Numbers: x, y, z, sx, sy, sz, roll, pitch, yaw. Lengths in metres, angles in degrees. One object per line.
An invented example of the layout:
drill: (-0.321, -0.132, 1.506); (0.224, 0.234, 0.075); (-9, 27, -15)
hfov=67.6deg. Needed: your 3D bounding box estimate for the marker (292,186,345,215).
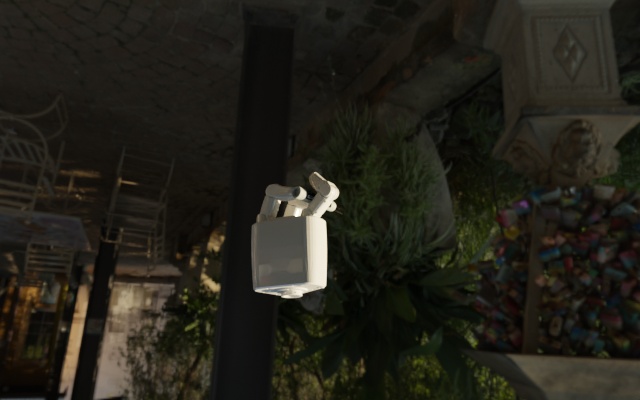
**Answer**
marker: (0.000, 0.002, 0.769); (0.020, 0.020, 0.121); (0, -15, 39)
